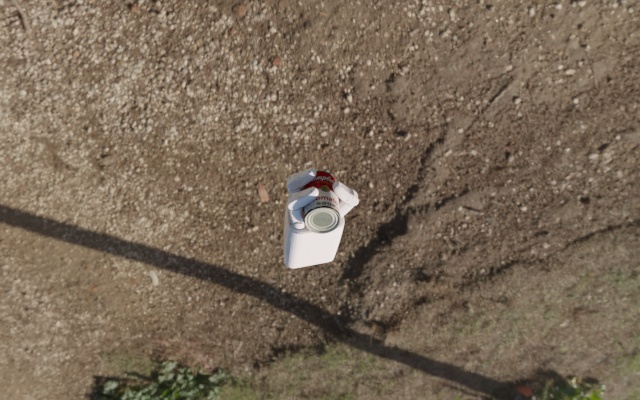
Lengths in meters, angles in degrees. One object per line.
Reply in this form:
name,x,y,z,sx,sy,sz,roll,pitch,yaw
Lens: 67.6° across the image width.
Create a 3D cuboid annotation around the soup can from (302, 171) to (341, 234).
soup can,0.000,0.003,0.875,0.068,0.069,0.102,0,42,-5
